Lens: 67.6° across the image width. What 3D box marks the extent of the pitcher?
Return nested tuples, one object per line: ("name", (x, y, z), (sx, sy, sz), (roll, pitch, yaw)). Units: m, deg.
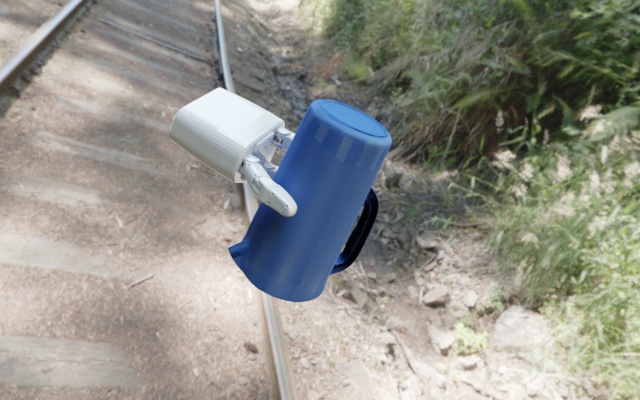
("pitcher", (0.000, 0.002, 0.619), (0.145, 0.243, 0.149), (32, 25, 11))
